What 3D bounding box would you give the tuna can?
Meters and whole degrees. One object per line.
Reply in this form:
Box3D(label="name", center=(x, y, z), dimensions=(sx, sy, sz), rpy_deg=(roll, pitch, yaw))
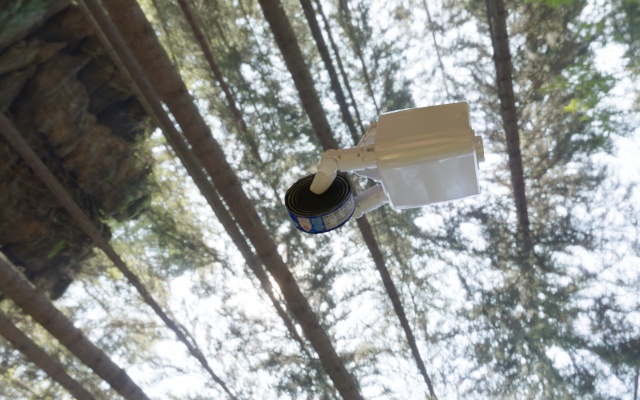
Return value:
Box3D(label="tuna can", center=(0.000, 0.002, 0.597), dimensions=(0.086, 0.034, 0.086), rpy_deg=(-12, 38, 9))
